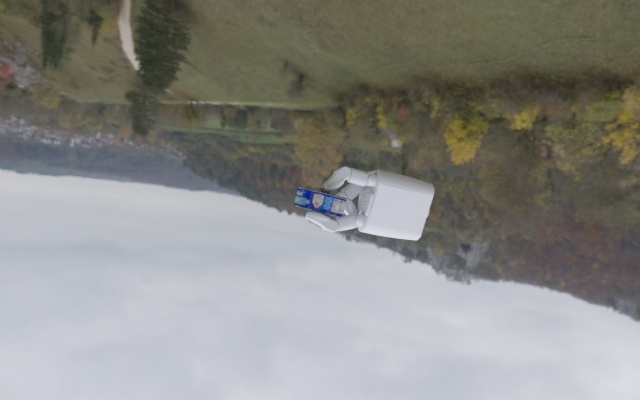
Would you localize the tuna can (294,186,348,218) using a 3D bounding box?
[{"bbox_3d":[0.000,0.003,0.799,0.086,0.034,0.086,14,-1,0],"label":"tuna can"}]
